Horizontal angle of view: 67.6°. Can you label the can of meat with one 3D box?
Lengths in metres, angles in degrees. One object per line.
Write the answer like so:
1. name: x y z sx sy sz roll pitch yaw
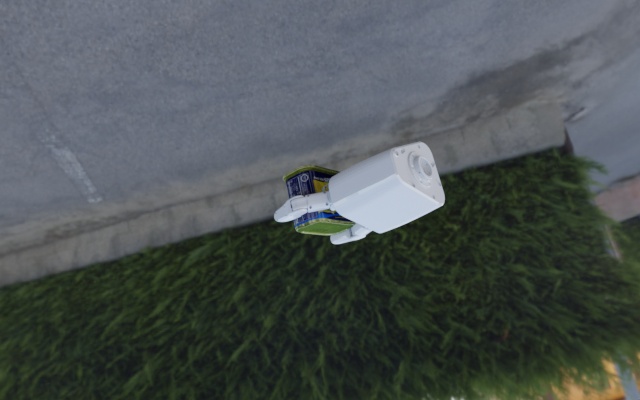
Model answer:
1. can of meat: 0.000 0.003 0.695 0.057 0.084 0.102 -25 -21 35
